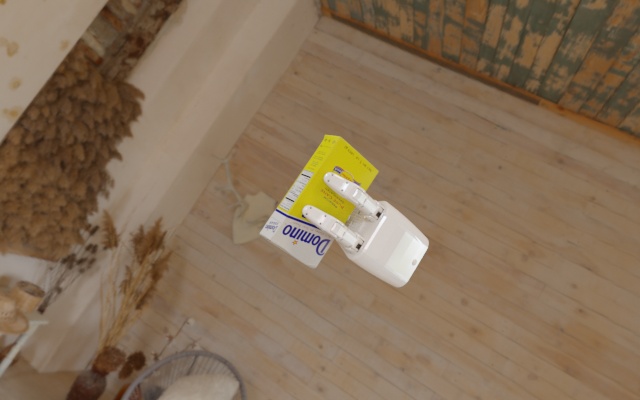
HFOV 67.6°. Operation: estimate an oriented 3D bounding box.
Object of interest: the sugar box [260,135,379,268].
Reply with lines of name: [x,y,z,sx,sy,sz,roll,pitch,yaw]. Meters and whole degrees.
sugar box: [0.001,0.002,0.692,0.093,0.176,0.048,37,-9,-32]
